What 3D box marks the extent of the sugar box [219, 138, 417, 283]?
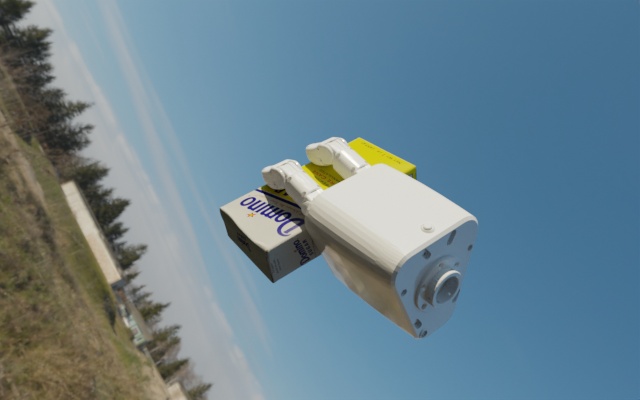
[{"bbox_3d":[0.000,0.001,0.473,0.176,0.048,0.093,-27,38,-25],"label":"sugar box"}]
